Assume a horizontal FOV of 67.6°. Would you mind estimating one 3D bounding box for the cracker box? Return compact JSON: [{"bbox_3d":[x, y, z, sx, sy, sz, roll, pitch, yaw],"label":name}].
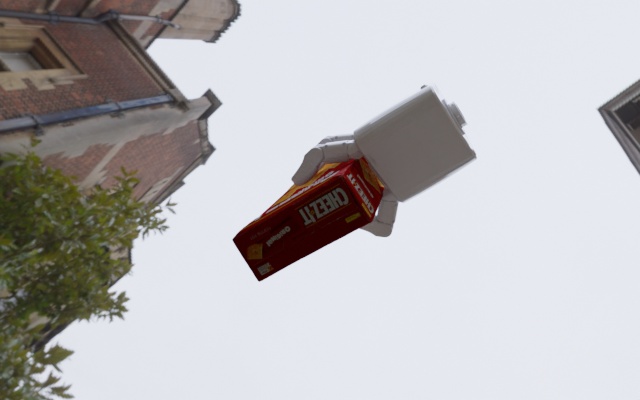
[{"bbox_3d":[0.000,0.002,0.633,0.164,0.072,0.213,-31,7,22],"label":"cracker box"}]
